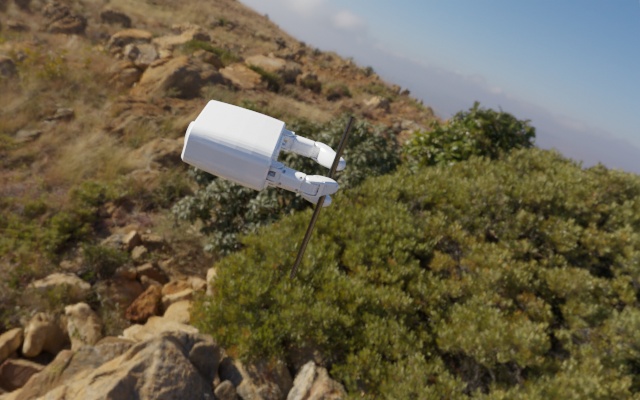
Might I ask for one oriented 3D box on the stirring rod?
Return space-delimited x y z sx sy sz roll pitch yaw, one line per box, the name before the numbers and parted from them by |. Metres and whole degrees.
stirring rod | 0.000 0.002 0.640 0.011 0.239 0.011 19 18 -6
